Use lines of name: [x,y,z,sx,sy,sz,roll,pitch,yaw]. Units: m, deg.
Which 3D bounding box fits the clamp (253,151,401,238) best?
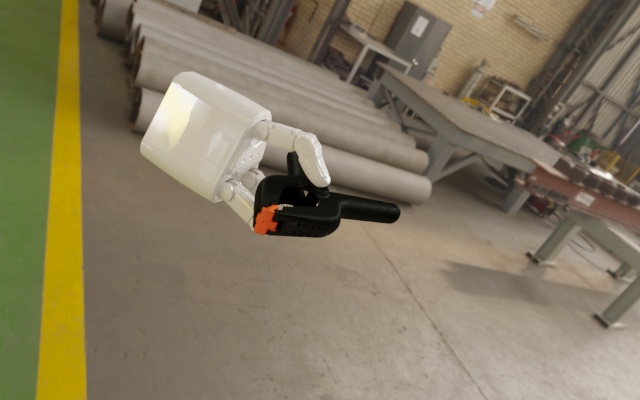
clamp: [0.000,0.001,0.524,0.164,0.036,0.210,28,23,10]
